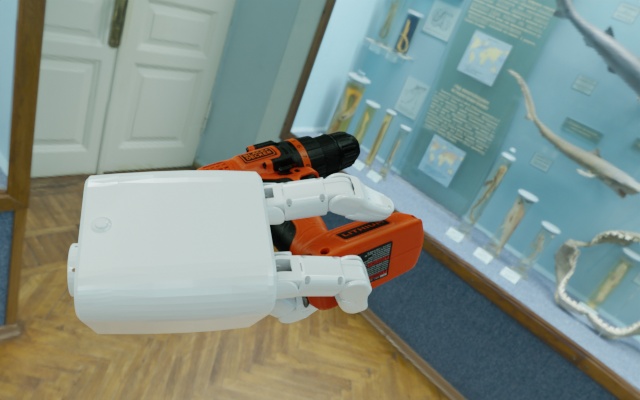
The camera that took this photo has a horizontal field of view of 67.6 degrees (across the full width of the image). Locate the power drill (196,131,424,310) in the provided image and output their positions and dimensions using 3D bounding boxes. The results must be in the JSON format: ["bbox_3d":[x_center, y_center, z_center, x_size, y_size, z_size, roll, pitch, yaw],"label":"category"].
[{"bbox_3d":[0.000,0.002,0.424,0.184,0.057,0.187,-21,39,-27],"label":"power drill"}]
